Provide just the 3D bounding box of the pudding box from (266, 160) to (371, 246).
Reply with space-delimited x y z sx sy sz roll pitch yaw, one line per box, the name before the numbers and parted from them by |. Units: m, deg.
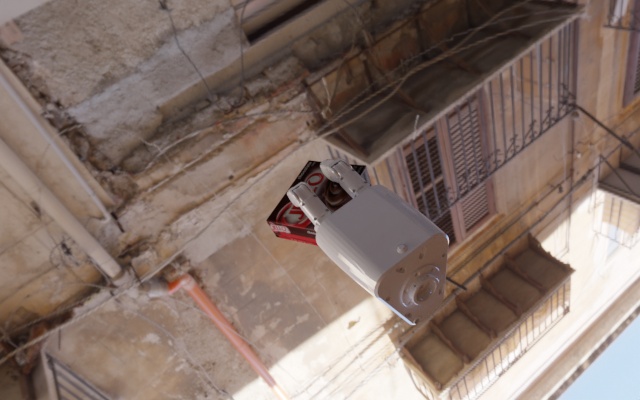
pudding box | 0.000 0.002 0.593 0.090 0.039 0.113 9 49 34
